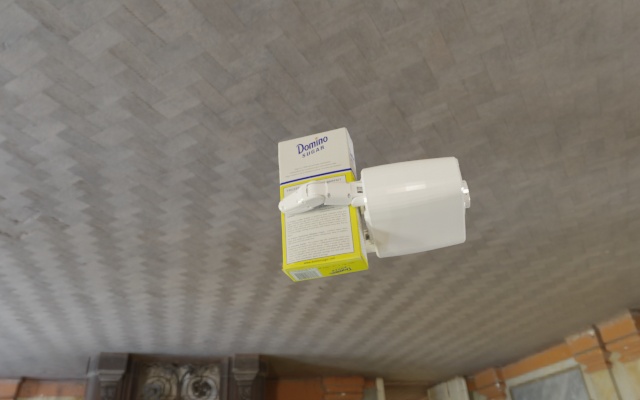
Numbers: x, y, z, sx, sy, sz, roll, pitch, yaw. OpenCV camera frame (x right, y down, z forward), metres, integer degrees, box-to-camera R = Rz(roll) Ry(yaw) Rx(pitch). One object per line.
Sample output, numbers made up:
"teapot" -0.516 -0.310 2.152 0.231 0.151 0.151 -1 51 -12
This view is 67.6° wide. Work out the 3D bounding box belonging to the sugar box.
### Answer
"sugar box" 0.000 0.002 0.576 0.093 0.176 0.048 -11 -32 12
